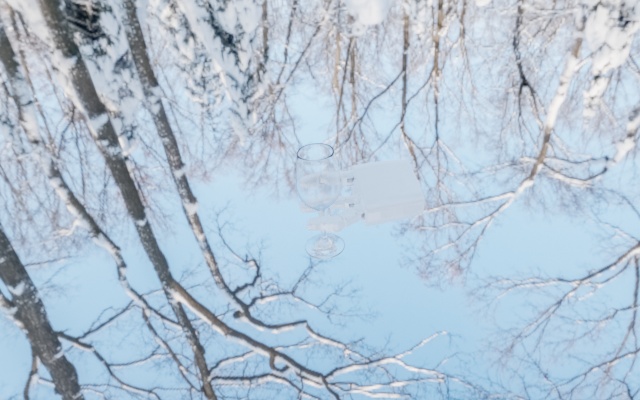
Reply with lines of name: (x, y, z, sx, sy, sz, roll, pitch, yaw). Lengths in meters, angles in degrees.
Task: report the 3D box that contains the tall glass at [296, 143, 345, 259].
tall glass: (0.000, 0.003, 0.833, 0.079, 0.201, 0.079, -4, 34, 3)
